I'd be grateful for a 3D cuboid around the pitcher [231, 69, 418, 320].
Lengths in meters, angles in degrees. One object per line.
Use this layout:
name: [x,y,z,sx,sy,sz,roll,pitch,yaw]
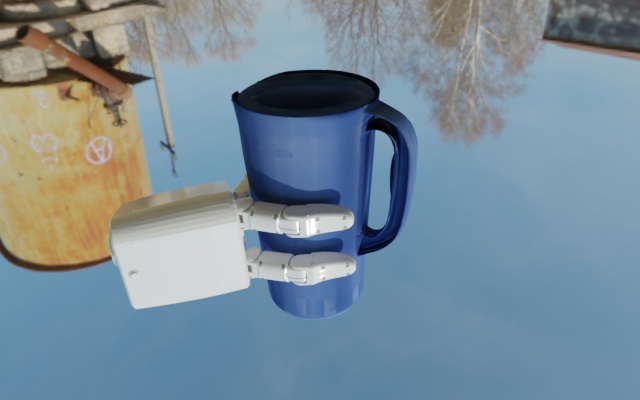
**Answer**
pitcher: [0.000,0.002,0.481,0.145,0.243,0.149,-11,32,-13]
